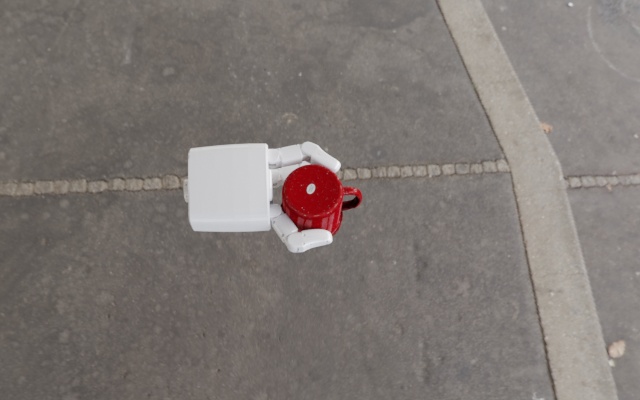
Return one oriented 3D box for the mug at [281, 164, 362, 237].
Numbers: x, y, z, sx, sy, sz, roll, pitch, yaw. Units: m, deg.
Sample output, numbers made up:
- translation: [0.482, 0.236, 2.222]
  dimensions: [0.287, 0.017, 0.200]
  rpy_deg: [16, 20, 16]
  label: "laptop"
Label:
- translation: [0.002, 0.002, 0.659]
  dimensions: [0.117, 0.093, 0.081]
  rpy_deg: [-4, -25, -5]
  label: "mug"
